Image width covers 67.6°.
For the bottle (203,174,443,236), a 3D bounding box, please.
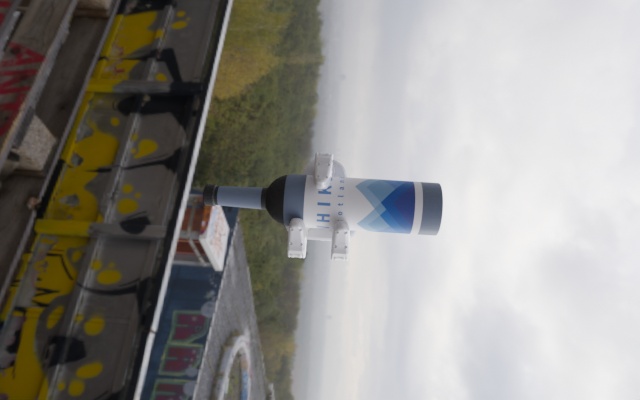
[{"bbox_3d":[0.000,0.002,0.606,0.296,0.069,0.069,4,0,2],"label":"bottle"}]
